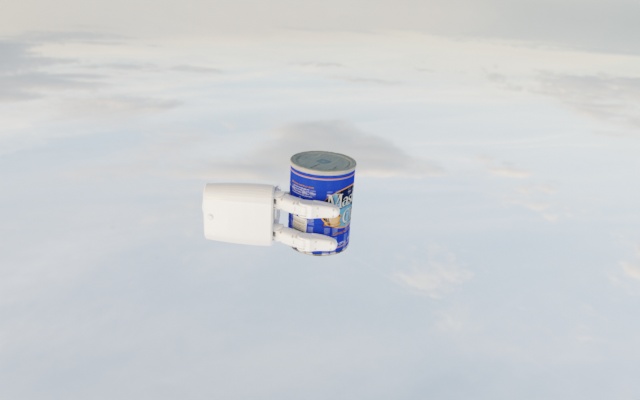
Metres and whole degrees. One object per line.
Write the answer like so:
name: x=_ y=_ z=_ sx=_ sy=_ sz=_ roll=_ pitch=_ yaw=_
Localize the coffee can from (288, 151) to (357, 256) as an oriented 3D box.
coffee can: x=0.000 y=0.002 z=0.759 sx=0.103 sy=0.140 sz=0.102 roll=3 pitch=22 yaw=-1
